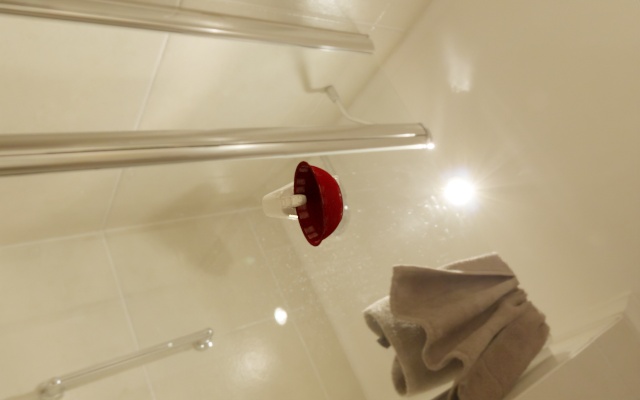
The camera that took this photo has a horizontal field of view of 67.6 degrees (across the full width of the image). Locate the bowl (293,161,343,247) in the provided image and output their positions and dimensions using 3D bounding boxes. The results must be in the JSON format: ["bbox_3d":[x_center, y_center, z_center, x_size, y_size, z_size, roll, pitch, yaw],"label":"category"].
[{"bbox_3d":[0.001,0.003,0.898,0.055,0.162,0.162,-9,3,-20],"label":"bowl"}]
